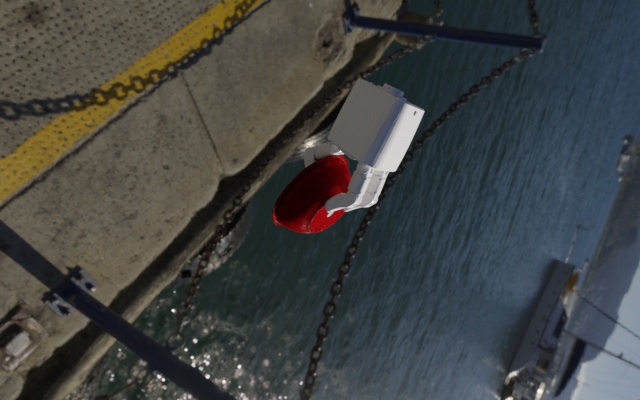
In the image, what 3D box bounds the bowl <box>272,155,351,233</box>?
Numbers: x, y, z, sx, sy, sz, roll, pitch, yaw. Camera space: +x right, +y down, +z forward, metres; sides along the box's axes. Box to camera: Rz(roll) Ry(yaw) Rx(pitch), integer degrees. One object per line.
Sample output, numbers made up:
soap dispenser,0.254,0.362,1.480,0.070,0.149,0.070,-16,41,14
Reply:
bowl,0.000,0.004,0.790,0.055,0.162,0.162,47,22,22
